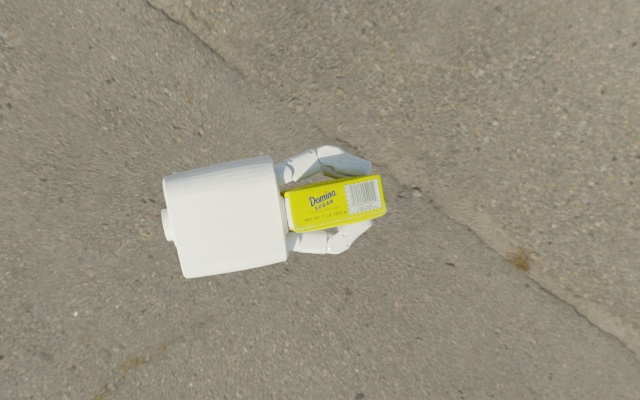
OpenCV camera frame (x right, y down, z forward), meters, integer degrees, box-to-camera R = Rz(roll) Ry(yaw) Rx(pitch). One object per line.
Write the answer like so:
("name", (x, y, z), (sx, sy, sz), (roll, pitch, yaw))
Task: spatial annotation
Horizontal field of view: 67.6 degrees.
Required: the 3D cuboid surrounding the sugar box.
("sugar box", (0.000, 0.001, 0.529), (0.093, 0.048, 0.176), (-11, 5, -12))
